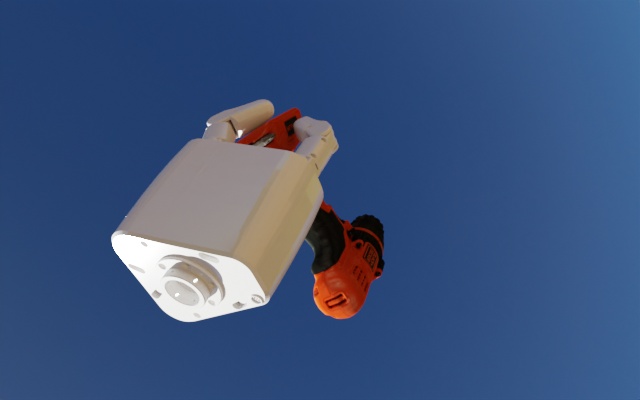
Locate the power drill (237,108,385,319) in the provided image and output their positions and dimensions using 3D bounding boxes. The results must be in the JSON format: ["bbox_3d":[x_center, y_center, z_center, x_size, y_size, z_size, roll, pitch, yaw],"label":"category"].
[{"bbox_3d":[0.000,0.001,0.477,0.057,0.187,0.184,-32,8,20],"label":"power drill"}]
